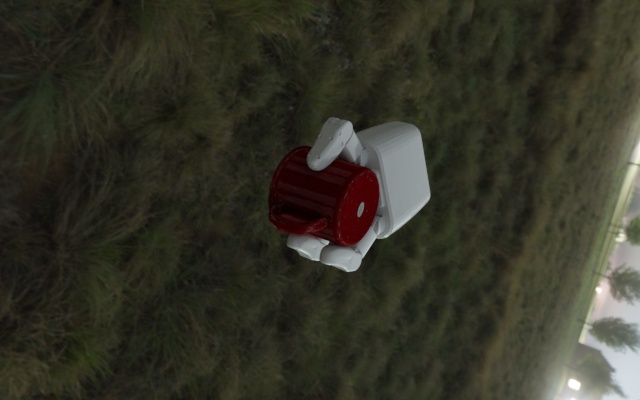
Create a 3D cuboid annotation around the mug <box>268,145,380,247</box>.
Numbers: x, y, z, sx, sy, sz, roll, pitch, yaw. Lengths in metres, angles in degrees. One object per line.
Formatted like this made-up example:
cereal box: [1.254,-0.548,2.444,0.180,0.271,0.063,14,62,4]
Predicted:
mug: [-0.001,0.002,0.478,0.081,0.093,0.117,18,31,32]
